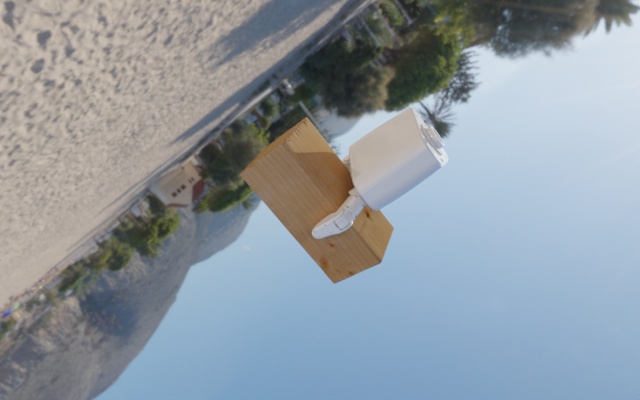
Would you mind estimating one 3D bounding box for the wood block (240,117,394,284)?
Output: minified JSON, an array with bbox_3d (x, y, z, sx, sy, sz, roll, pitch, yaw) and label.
[{"bbox_3d":[0.000,0.002,0.668,0.090,0.206,0.090,-30,16,34],"label":"wood block"}]
